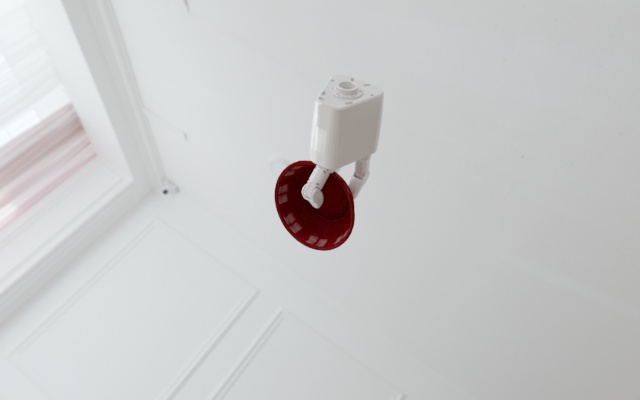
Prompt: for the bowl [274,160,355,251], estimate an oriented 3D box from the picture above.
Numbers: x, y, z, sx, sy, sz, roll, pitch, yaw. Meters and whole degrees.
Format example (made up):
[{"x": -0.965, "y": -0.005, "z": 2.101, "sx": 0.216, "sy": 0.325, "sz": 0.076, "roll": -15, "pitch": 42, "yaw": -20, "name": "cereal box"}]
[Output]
[{"x": 0.000, "y": 0.004, "z": 0.822, "sx": 0.162, "sy": 0.162, "sz": 0.055, "roll": 0, "pitch": 18, "yaw": 34, "name": "bowl"}]
